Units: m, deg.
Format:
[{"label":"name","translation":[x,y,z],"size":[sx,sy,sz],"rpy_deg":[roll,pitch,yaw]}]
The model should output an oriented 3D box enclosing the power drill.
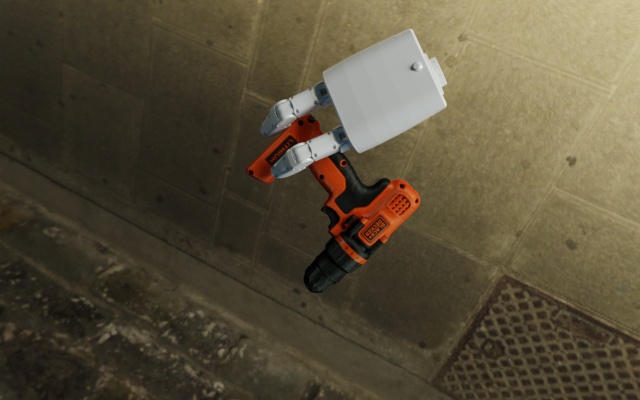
[{"label":"power drill","translation":[0.000,0.001,0.592],"size":[0.187,0.184,0.057],"rpy_deg":[44,8,-8]}]
